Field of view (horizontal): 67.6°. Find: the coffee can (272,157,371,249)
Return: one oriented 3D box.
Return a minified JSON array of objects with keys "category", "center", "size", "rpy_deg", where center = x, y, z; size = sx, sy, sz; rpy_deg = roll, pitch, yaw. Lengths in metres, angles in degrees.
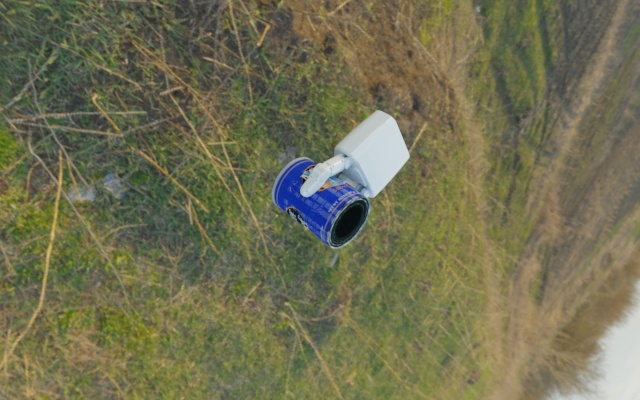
[{"category":"coffee can","center":[0.000,0.003,0.817],"size":[0.140,0.103,0.103],"rpy_deg":[36,20,31]}]
